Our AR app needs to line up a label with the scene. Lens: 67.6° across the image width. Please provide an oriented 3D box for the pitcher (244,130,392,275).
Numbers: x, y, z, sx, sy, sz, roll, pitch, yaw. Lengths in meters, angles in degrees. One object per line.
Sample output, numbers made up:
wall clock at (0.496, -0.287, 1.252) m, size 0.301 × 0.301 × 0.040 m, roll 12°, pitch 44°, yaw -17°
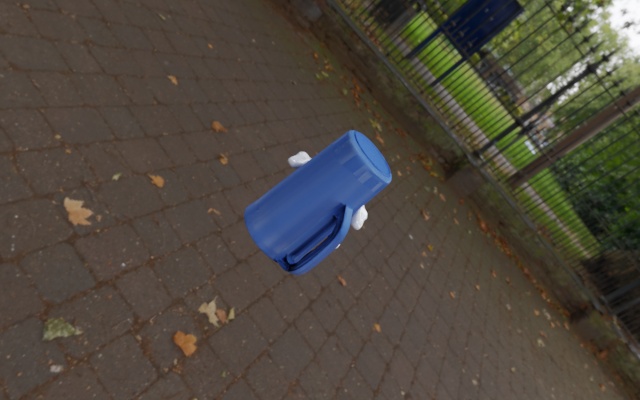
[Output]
pitcher at (0.000, 0.003, 0.806) m, size 0.243 × 0.149 × 0.145 m, roll -38°, pitch 1°, yaw 22°
